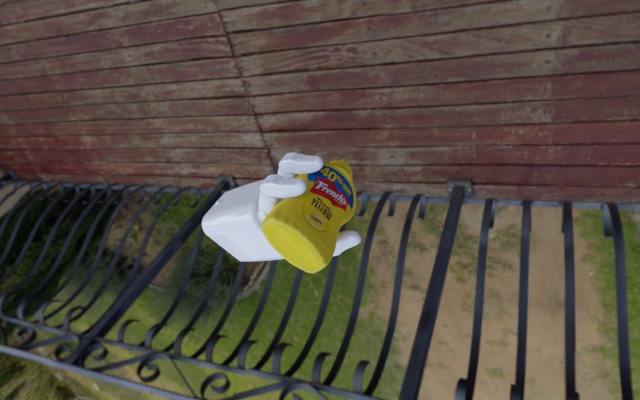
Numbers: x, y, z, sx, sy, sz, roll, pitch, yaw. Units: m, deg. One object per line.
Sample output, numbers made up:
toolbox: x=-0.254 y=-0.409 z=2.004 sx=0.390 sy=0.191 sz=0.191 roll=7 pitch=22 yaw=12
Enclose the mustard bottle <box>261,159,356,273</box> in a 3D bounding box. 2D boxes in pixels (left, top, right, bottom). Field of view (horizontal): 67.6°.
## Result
mustard bottle: x=0.000 y=0.002 z=0.652 sx=0.058 sy=0.096 sz=0.191 roll=-40 pitch=13 yaw=43
